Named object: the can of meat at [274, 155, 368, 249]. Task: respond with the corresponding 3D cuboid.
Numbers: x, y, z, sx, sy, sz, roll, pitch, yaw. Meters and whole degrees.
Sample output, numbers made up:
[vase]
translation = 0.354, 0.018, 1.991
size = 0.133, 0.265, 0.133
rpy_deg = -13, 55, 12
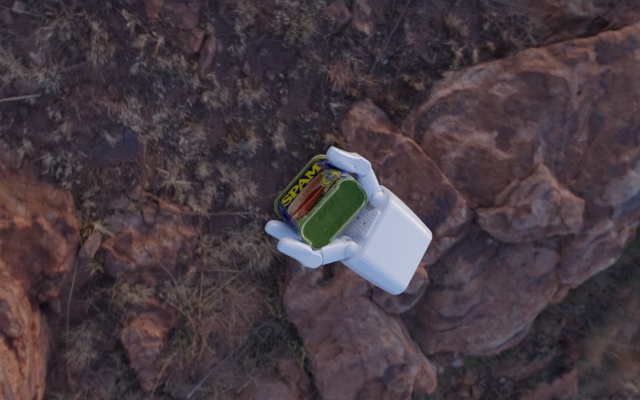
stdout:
[can of meat]
translation = 0.000, 0.002, 0.603
size = 0.057, 0.102, 0.084
rpy_deg = 42, 1, -33
